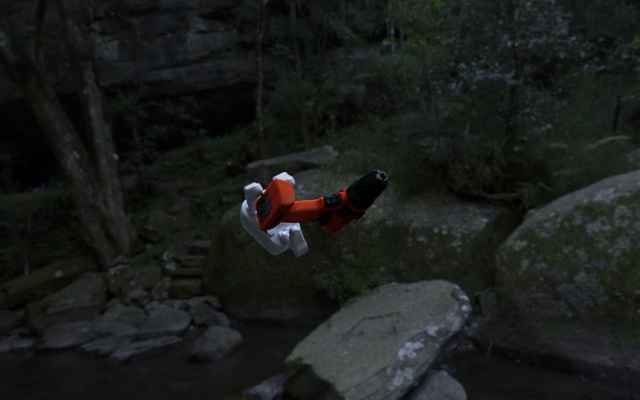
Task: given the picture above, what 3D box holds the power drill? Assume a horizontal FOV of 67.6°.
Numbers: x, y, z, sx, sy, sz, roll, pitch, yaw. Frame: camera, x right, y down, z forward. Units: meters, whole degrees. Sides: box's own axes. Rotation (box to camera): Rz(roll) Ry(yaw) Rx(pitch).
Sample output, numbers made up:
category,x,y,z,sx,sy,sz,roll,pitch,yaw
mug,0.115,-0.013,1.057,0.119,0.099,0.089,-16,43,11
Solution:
category,x,y,z,sx,sy,sz,roll,pitch,yaw
power drill,0.000,0.003,0.800,0.187,0.057,0.184,2,-30,-31
